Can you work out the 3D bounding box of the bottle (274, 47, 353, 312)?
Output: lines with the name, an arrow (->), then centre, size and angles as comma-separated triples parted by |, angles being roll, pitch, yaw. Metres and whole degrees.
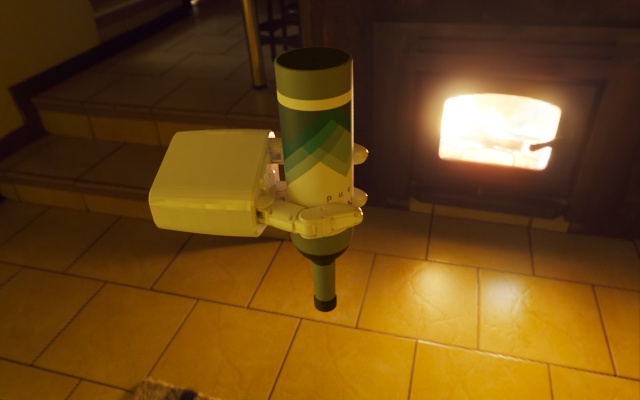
bottle -> 0.000, 0.001, 0.485 | 0.069, 0.296, 0.069 | -2, 34, 1
